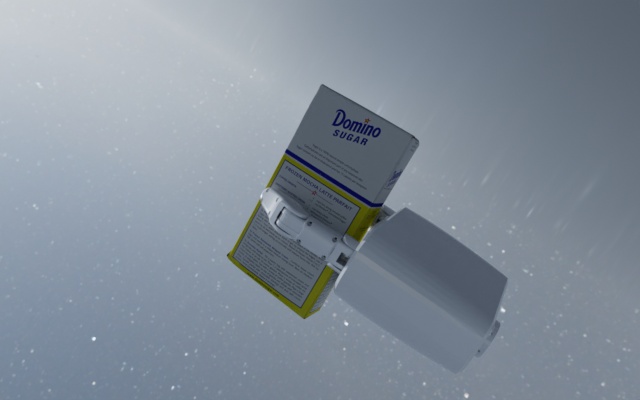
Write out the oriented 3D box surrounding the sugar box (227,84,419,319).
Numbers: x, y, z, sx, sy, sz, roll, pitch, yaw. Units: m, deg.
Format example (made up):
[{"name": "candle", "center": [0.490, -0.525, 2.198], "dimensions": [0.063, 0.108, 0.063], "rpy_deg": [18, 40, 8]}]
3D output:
[{"name": "sugar box", "center": [0.000, 0.002, 0.413], "dimensions": [0.093, 0.176, 0.048], "rpy_deg": [34, 9, 17]}]
